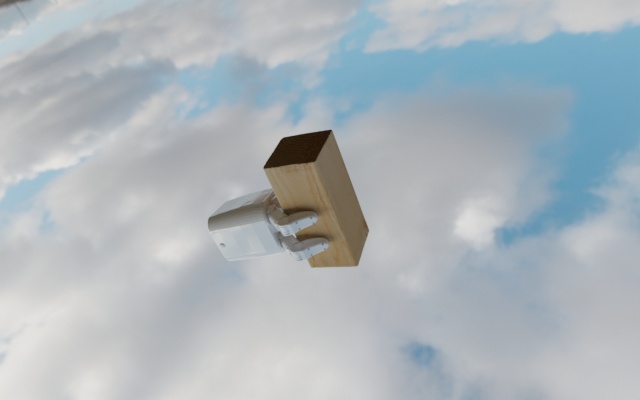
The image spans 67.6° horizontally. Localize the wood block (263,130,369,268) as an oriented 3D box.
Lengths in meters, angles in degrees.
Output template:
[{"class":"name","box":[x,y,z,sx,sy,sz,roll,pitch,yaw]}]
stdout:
[{"class":"wood block","box":[0.000,0.002,0.763,0.090,0.206,0.090,-6,37,25]}]
